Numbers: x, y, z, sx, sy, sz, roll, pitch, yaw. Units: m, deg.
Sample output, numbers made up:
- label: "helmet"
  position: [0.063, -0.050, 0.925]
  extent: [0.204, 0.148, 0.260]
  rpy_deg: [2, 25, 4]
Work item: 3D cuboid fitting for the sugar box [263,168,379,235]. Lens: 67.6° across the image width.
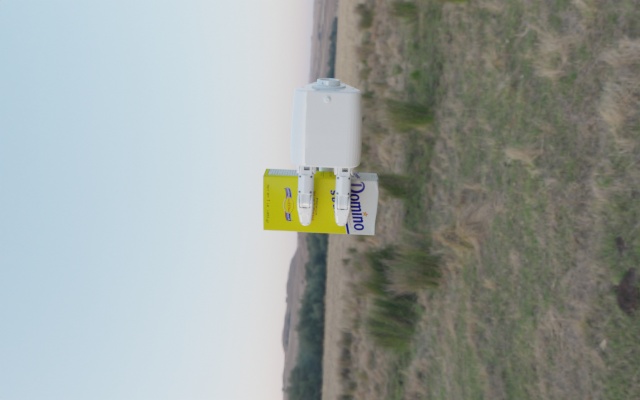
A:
- label: "sugar box"
  position: [0.000, 0.002, 0.744]
  extent: [0.176, 0.093, 0.048]
  rpy_deg: [3, 20, 2]
